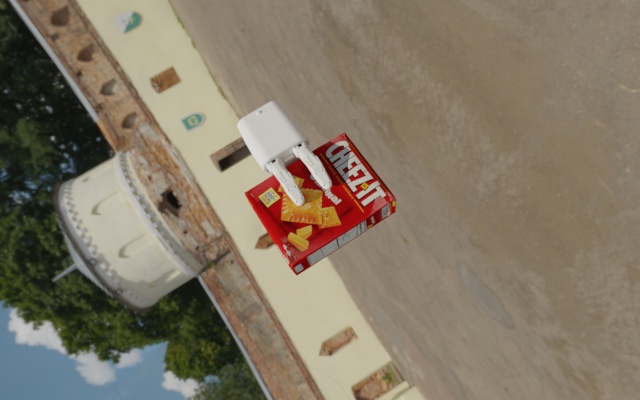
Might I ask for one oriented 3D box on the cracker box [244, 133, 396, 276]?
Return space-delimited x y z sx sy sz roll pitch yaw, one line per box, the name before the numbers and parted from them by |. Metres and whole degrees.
cracker box | 0.000 0.003 0.842 0.213 0.164 0.072 -32 -22 -7
